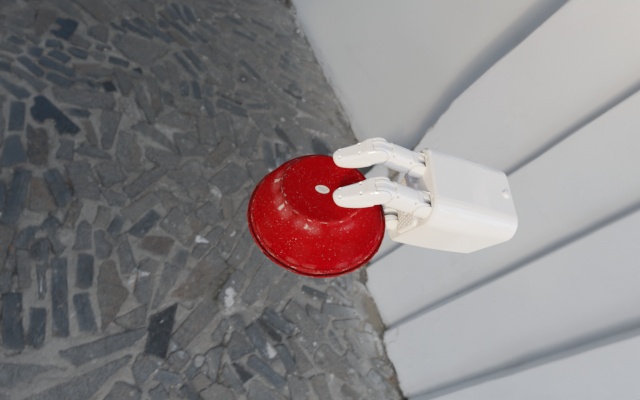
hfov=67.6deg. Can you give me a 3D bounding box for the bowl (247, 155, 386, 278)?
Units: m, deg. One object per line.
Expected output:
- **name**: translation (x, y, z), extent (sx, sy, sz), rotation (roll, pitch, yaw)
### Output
- **bowl**: translation (-0.001, 0.002, 0.531), extent (0.162, 0.162, 0.055), rotation (0, -35, -9)
